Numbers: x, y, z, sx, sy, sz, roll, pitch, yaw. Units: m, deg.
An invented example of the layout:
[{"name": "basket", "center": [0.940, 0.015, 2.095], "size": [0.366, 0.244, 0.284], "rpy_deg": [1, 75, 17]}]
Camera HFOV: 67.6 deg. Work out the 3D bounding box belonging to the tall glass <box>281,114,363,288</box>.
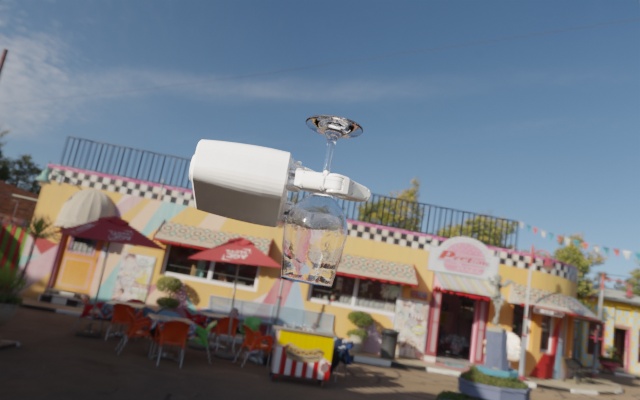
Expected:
[{"name": "tall glass", "center": [0.000, 0.001, 0.587], "size": [0.079, 0.201, 0.079], "rpy_deg": [10, -11, 2]}]
